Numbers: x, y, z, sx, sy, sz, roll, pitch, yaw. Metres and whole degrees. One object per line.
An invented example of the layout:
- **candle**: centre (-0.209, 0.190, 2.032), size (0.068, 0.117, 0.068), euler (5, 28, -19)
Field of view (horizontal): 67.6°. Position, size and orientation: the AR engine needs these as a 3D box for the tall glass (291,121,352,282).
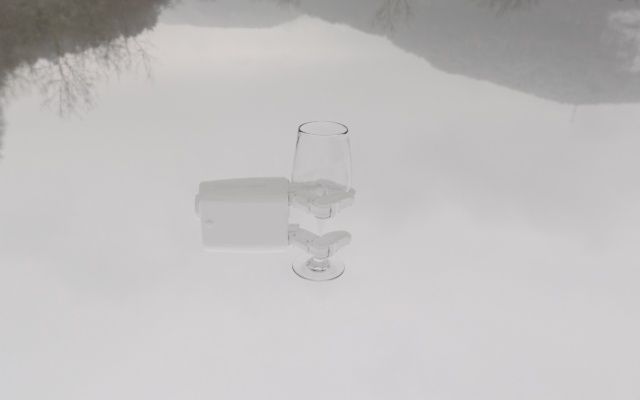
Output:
- **tall glass**: centre (0.000, 0.003, 0.623), size (0.079, 0.201, 0.079), euler (2, 25, -1)
